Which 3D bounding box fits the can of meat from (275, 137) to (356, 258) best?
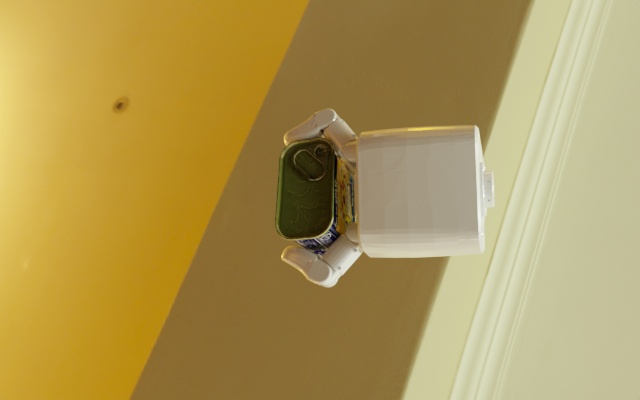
[{"bbox_3d":[0.000,0.002,0.480,0.057,0.102,0.084,-7,-23,20],"label":"can of meat"}]
